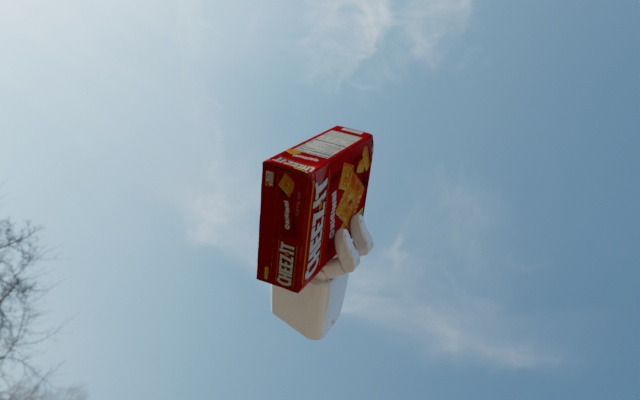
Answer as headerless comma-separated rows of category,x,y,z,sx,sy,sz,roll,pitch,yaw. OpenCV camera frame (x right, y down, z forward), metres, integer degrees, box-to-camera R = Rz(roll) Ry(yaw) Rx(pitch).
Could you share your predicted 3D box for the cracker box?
cracker box,0.000,0.002,0.656,0.072,0.164,0.213,16,26,21
